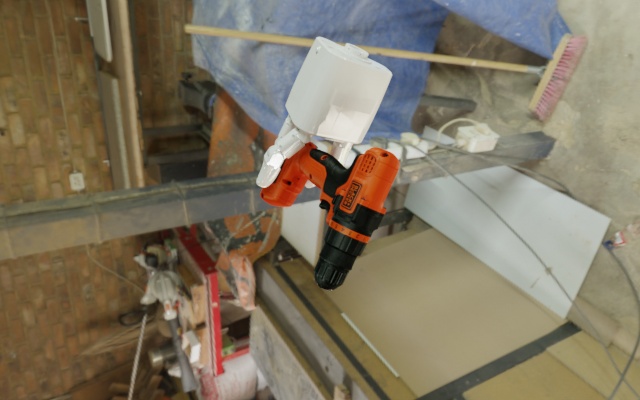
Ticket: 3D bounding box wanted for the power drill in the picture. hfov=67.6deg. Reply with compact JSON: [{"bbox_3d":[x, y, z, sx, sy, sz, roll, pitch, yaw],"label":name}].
[{"bbox_3d":[0.000,0.002,0.626,0.187,0.184,0.057,28,3,44],"label":"power drill"}]
